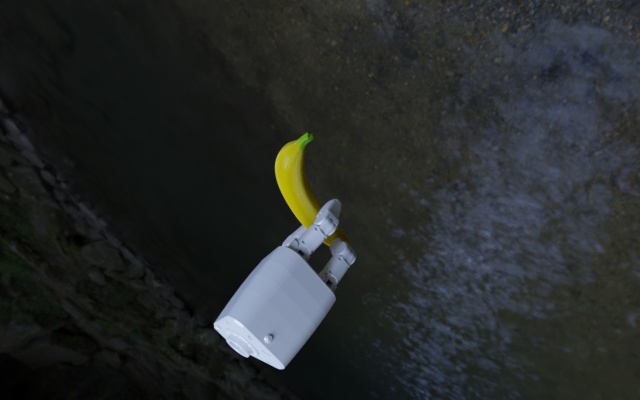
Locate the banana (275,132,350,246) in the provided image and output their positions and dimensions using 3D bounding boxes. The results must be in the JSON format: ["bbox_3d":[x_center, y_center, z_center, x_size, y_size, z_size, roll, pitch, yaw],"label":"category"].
[{"bbox_3d":[-0.016,-0.003,0.633,0.069,0.198,0.037,11,48,34],"label":"banana"}]
